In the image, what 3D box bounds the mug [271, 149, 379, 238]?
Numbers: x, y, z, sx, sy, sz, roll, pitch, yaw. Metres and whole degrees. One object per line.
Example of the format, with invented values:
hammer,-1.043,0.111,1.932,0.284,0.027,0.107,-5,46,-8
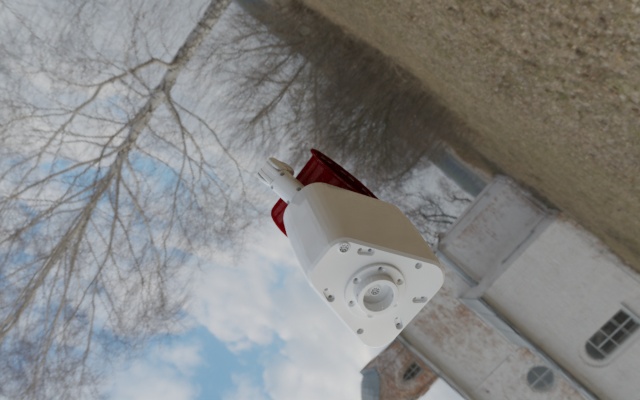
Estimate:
mug,0.000,0.001,0.510,0.093,0.081,0.117,34,11,-22
